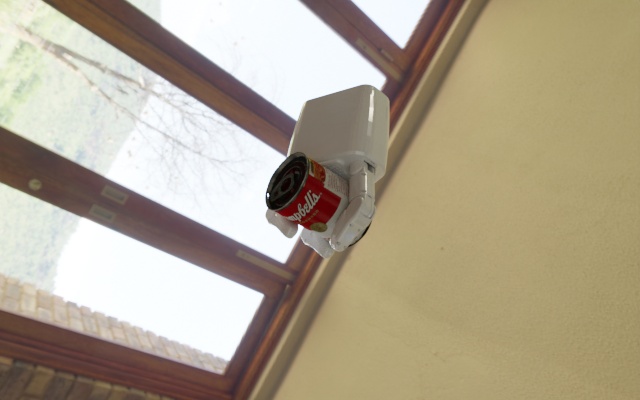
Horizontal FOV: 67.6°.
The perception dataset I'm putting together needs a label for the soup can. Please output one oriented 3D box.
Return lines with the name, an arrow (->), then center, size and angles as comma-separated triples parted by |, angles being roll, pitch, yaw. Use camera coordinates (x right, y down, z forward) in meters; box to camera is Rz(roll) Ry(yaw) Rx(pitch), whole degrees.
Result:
soup can -> 0.000, 0.002, 0.518 | 0.102, 0.068, 0.068 | 31, -18, -32
